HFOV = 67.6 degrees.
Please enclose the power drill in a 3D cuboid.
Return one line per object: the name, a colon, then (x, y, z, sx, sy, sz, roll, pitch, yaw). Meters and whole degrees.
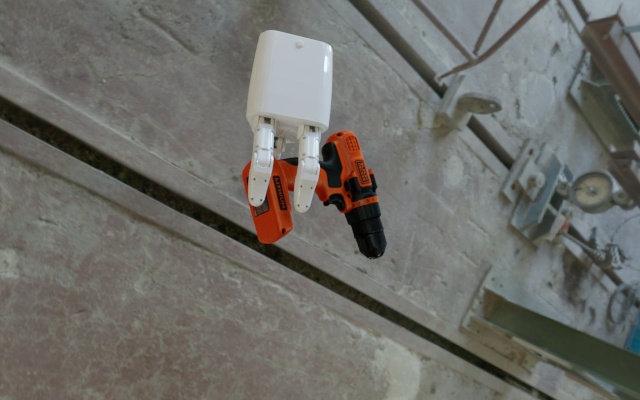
power drill: (0.000, 0.002, 0.625, 0.187, 0.184, 0.057, -10, -10, -41)
